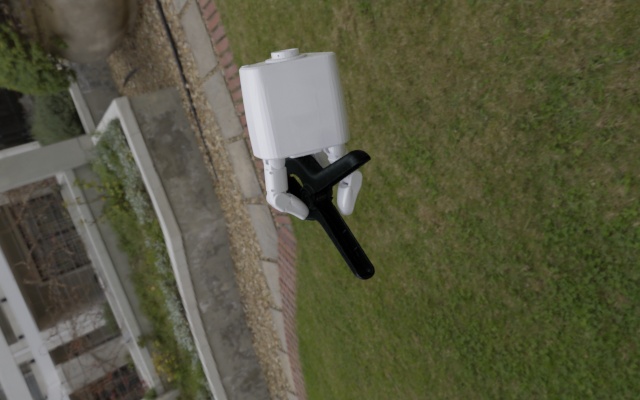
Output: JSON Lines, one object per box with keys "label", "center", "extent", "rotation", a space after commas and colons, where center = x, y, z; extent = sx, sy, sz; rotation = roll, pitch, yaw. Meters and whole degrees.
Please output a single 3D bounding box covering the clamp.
{"label": "clamp", "center": [-0.001, 0.002, 0.614], "extent": [0.036, 0.165, 0.210], "rotation": [-20, 24, -29]}
